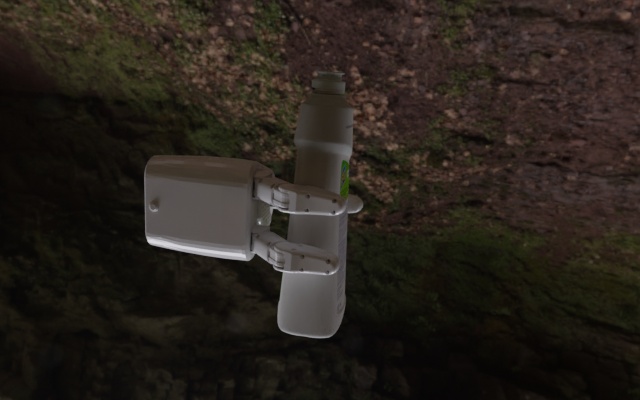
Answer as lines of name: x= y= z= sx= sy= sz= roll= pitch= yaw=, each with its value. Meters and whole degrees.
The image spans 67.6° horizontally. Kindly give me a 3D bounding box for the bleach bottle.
bleach bottle: x=0.000 y=0.002 z=0.475 sx=0.068 sy=0.251 sz=0.102 roll=6 pitch=14 yaw=6
